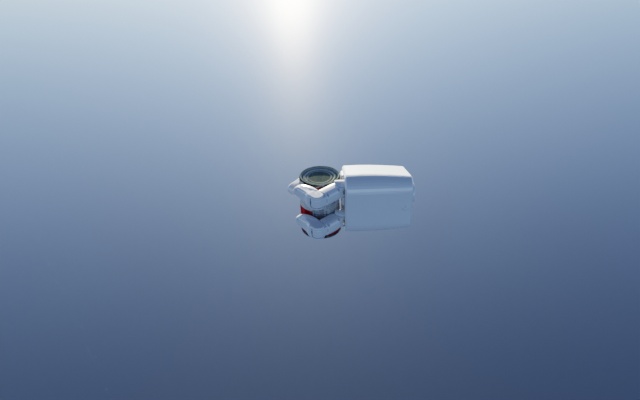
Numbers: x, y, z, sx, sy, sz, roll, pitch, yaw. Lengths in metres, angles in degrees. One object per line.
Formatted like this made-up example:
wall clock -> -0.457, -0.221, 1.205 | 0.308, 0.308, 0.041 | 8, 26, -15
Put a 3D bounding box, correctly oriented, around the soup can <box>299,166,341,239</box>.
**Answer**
soup can -> 0.000, 0.002, 0.787 | 0.068, 0.102, 0.068 | -1, 32, 1
